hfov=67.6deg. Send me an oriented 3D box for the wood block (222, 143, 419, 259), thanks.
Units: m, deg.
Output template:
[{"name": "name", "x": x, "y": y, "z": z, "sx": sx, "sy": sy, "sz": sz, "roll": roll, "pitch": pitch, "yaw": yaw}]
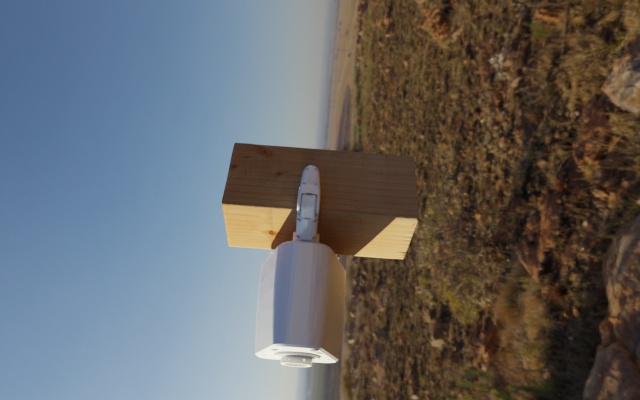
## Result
[{"name": "wood block", "x": 0.000, "y": 0.002, "z": 0.552, "sx": 0.206, "sy": 0.090, "sz": 0.091, "roll": 4, "pitch": -38, "yaw": -1}]
